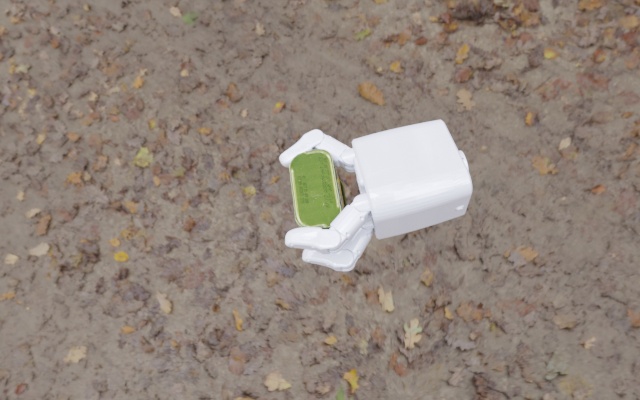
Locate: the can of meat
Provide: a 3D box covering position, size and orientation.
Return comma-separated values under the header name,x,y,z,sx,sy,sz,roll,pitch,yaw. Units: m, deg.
name,x,y,z,sx,sy,sz,roll,pitch,yaw
can of meat,0.000,0.002,0.558,0.057,0.102,0.084,-11,-24,5
